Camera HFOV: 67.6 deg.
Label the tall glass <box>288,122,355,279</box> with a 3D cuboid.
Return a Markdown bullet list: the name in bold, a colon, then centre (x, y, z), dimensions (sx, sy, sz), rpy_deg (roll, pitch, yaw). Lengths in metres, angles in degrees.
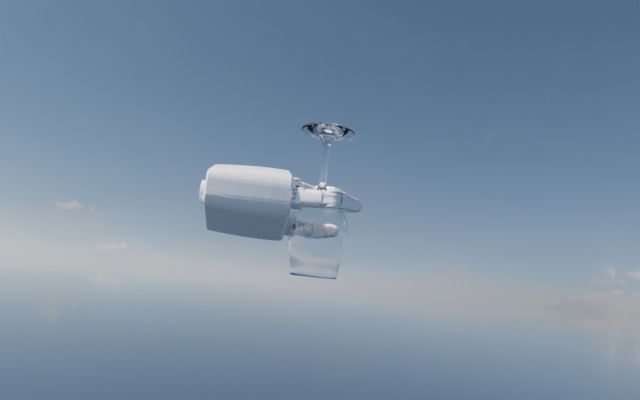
- **tall glass**: centre (0.000, 0.001, 0.640), dimensions (0.079, 0.201, 0.079), rpy_deg (5, -10, 1)
